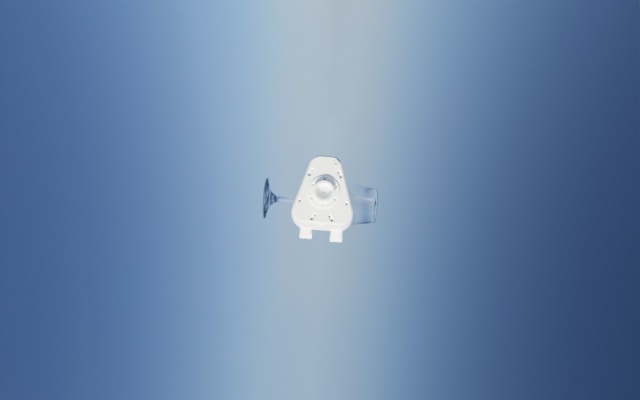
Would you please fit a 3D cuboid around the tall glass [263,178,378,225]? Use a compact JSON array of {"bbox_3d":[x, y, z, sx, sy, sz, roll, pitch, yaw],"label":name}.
[{"bbox_3d":[-0.001,0.003,0.863,0.201,0.079,0.079,4,0,0],"label":"tall glass"}]
